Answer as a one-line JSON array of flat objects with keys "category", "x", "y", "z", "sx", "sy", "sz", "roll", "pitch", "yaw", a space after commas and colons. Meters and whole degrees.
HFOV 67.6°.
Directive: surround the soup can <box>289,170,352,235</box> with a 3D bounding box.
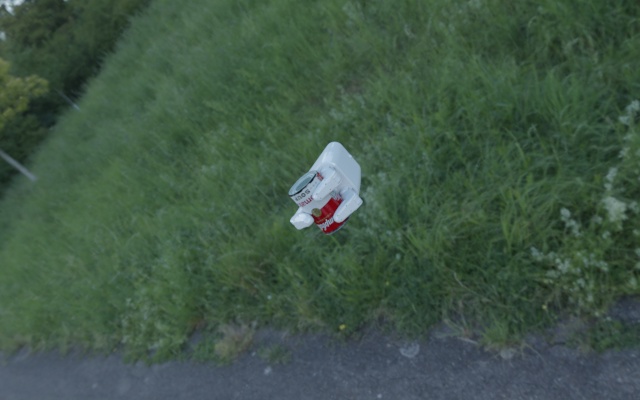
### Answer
[{"category": "soup can", "x": 0.000, "y": 0.003, "z": 0.865, "sx": 0.068, "sy": 0.102, "sz": 0.068, "roll": -38, "pitch": 18, "yaw": 15}]
